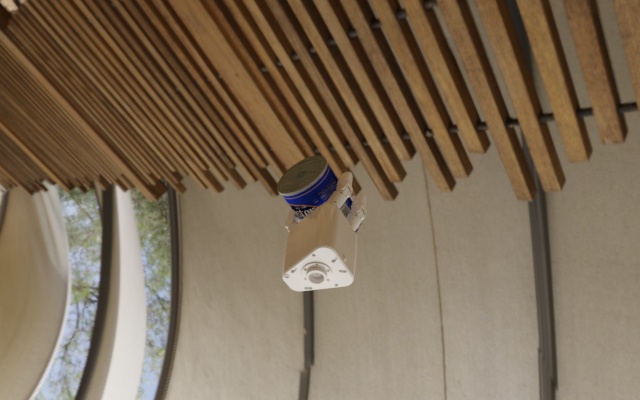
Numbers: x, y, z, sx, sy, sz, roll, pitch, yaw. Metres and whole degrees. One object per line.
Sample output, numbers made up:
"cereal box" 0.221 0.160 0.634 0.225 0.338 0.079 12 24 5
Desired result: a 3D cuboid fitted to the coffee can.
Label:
"coffee can" 0.000 0.003 0.880 0.103 0.140 0.102 -26 30 16
